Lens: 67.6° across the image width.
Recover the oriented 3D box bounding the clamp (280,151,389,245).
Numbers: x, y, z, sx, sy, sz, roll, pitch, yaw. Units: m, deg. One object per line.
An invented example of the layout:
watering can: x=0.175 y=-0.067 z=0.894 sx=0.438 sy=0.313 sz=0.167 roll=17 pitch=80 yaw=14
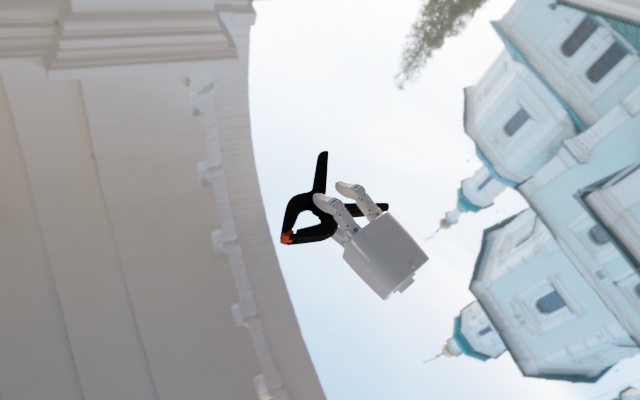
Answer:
clamp: x=0.000 y=0.004 z=0.824 sx=0.210 sy=0.164 sz=0.036 roll=-31 pitch=-20 yaw=-34
